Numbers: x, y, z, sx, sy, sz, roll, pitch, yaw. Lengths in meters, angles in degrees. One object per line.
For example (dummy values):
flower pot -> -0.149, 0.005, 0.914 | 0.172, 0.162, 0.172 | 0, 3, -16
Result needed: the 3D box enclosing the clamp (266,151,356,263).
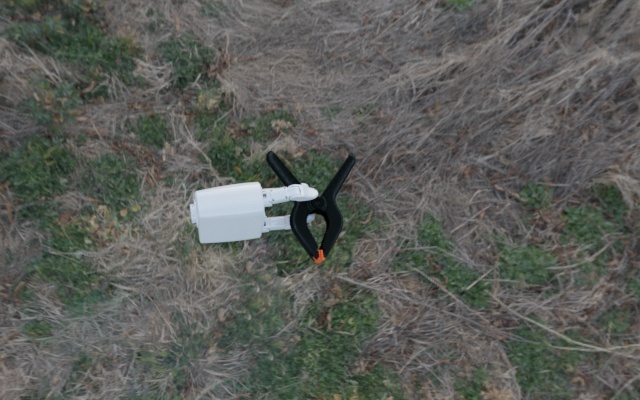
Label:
clamp -> 0.000, 0.003, 0.843 | 0.164, 0.210, 0.036 | -7, -16, -15
